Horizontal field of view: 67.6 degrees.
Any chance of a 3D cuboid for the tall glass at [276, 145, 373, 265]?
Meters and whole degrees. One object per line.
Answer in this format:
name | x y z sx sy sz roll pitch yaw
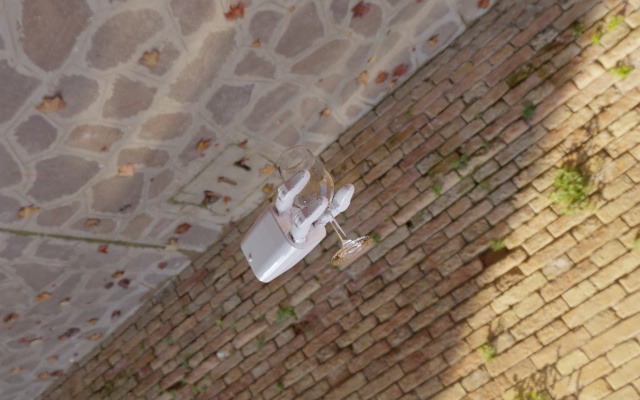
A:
tall glass | 0.001 0.003 0.776 0.079 0.201 0.079 -26 -25 -13
